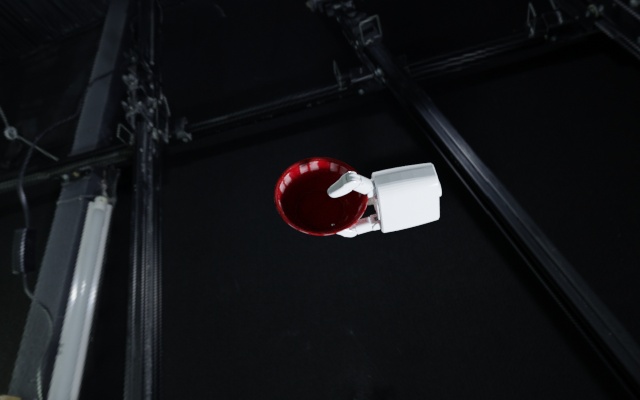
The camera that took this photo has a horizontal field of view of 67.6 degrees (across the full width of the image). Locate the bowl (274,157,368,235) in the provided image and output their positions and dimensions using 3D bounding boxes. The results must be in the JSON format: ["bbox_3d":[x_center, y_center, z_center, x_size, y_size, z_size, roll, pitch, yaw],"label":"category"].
[{"bbox_3d":[-0.001,0.003,0.841,0.162,0.162,0.055,0,-33,-2],"label":"bowl"}]
